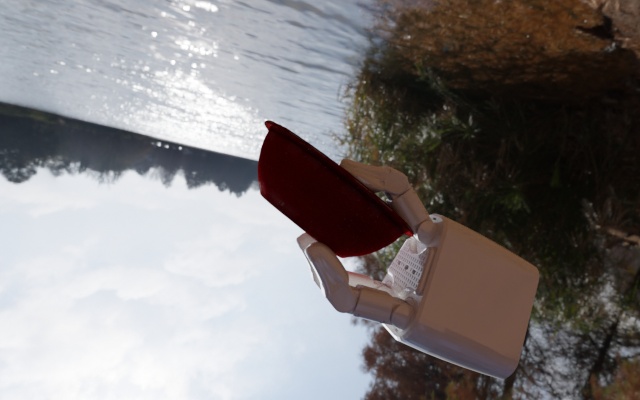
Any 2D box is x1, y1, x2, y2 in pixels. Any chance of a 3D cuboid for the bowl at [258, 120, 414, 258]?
[{"bbox_3d":[-0.001,0.001,0.417,0.162,0.055,0.162,38,-2,1],"label":"bowl"}]
